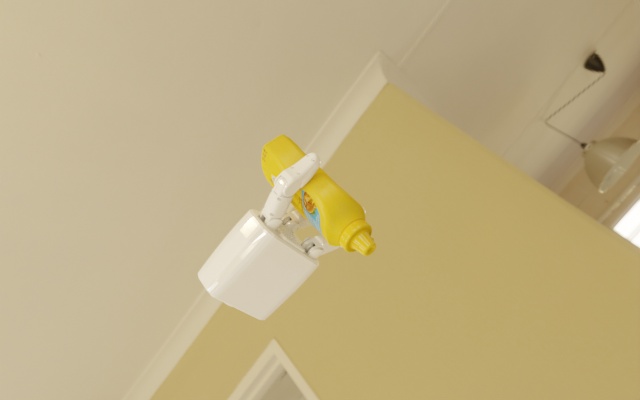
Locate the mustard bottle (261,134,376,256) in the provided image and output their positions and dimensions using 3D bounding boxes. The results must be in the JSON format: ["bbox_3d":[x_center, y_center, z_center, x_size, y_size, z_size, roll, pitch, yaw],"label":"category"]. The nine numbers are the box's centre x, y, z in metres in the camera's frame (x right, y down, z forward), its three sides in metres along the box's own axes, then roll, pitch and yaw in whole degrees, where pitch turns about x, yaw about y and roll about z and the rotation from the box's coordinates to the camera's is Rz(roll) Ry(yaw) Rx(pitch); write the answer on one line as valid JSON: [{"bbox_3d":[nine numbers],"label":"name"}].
[{"bbox_3d":[0.000,0.002,0.596,0.058,0.096,0.191,-34,54,-16],"label":"mustard bottle"}]
